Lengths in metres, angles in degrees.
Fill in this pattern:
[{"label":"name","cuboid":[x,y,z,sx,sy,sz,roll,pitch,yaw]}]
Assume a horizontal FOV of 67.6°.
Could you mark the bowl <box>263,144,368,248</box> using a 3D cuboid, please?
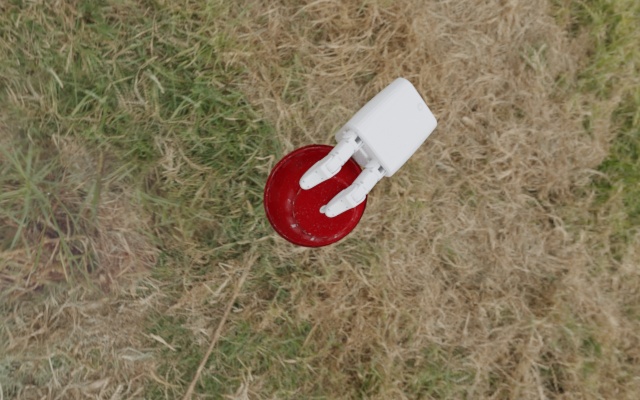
[{"label":"bowl","cuboid":[-0.001,0.003,0.694,0.162,0.162,0.055,0,16,-14]}]
